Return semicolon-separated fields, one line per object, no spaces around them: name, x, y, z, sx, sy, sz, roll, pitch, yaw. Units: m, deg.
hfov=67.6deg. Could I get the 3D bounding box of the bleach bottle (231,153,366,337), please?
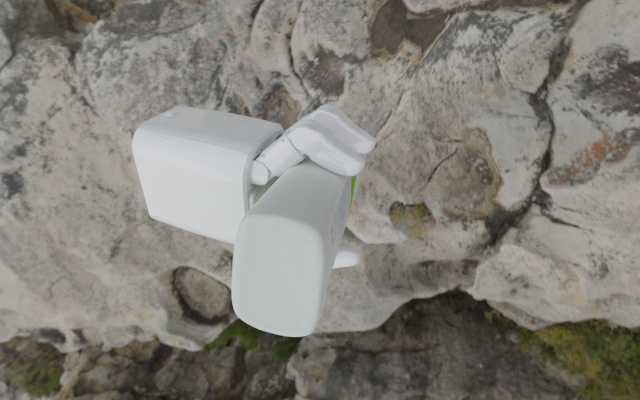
bleach bottle;0.000;0.001;0.433;0.068;0.103;0.250;13;27;10
